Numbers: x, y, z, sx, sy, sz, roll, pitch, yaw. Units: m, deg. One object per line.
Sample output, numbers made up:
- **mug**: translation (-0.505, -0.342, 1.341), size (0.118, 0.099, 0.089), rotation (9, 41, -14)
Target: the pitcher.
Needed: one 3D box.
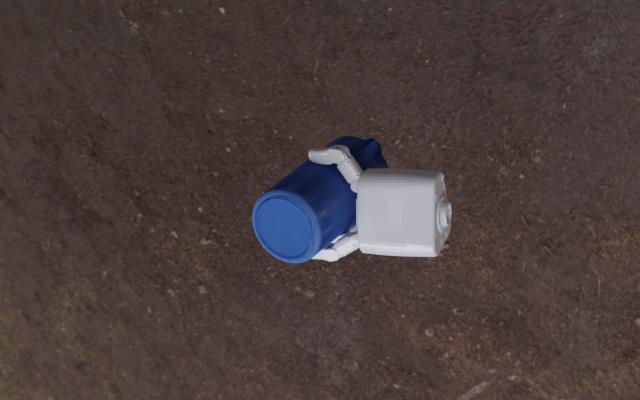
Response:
- **pitcher**: translation (0.000, 0.002, 0.729), size (0.145, 0.149, 0.242), rotation (2, 22, 28)
